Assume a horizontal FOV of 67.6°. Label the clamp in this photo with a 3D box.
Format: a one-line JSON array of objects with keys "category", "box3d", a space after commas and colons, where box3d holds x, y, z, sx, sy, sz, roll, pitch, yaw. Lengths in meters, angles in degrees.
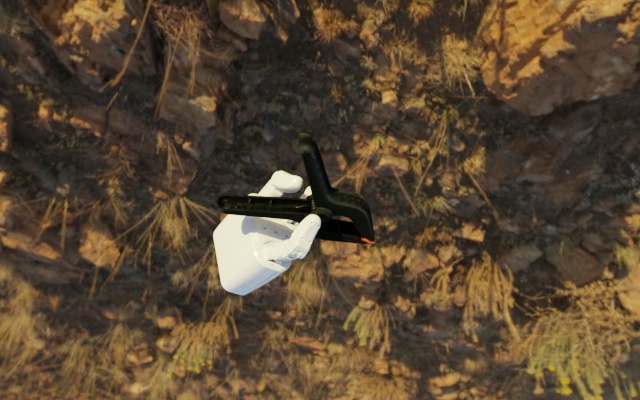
[{"category": "clamp", "box3d": [0.000, 0.003, 0.590, 0.210, 0.036, 0.165, 24, -42, -29]}]
